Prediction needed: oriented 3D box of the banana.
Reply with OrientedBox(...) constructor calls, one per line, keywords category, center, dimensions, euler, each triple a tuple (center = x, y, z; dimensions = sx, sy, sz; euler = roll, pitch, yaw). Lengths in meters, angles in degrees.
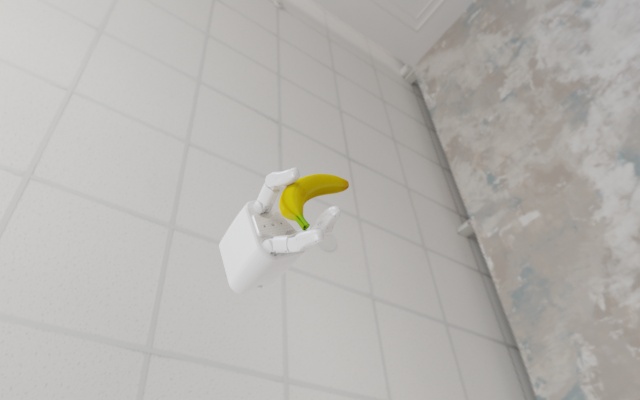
OrientedBox(category="banana", center=(-0.015, -0.008, 0.741), dimensions=(0.069, 0.037, 0.197), euler=(40, 30, 4))
